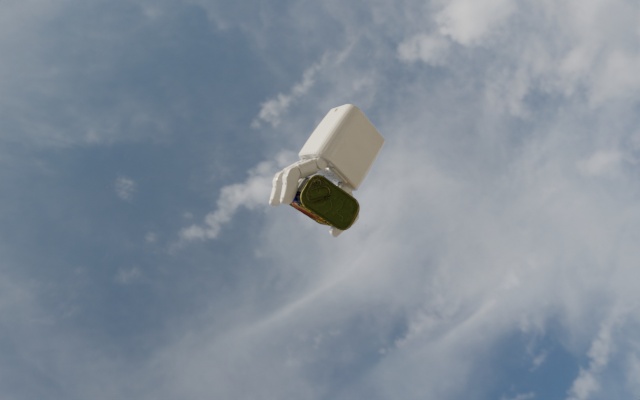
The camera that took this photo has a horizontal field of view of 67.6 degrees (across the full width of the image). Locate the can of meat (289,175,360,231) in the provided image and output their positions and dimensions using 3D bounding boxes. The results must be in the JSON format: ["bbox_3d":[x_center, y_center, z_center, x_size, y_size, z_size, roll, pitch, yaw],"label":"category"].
[{"bbox_3d":[0.000,0.003,0.785,0.102,0.057,0.084,34,-11,-21],"label":"can of meat"}]
